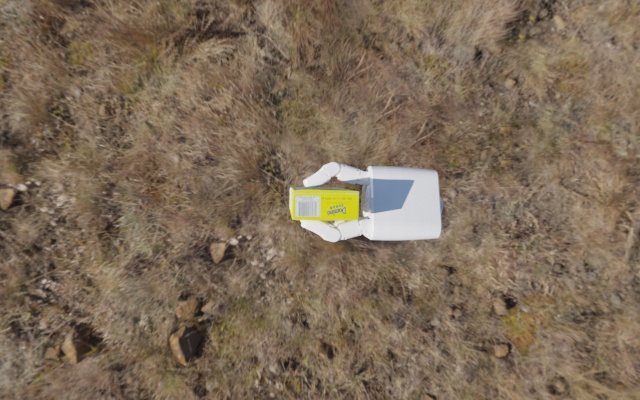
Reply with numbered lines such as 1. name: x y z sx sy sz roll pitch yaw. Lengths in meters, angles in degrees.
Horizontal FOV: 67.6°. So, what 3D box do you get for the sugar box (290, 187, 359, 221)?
1. sugar box: 0.000 0.003 0.724 0.093 0.048 0.176 1 1 -4
